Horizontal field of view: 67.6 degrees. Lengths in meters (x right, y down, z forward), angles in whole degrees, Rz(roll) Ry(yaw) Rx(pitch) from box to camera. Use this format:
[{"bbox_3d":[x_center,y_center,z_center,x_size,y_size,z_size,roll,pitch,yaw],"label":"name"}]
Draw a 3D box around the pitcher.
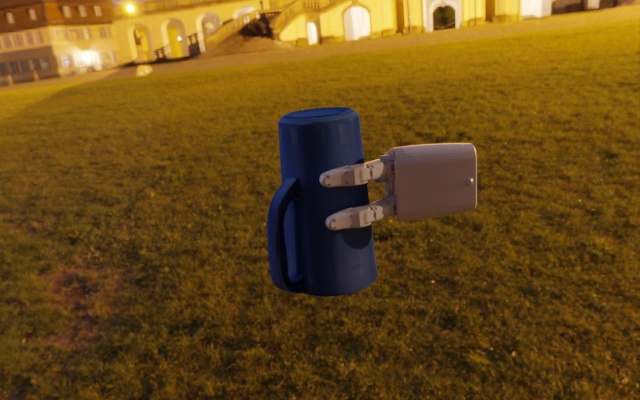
[{"bbox_3d":[0.000,0.002,0.653,0.145,0.243,0.149,-5,17,1],"label":"pitcher"}]
